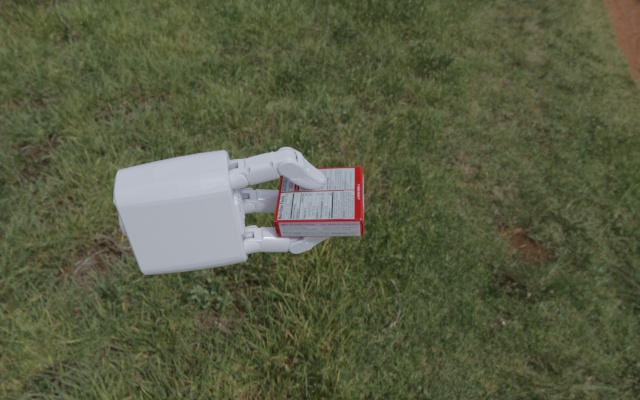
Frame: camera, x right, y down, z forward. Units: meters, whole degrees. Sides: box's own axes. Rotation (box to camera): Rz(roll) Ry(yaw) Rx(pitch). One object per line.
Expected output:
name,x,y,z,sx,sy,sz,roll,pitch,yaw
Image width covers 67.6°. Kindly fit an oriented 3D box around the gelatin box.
gelatin box,0.000,0.001,0.493,0.089,0.073,0.030,-2,-41,7
